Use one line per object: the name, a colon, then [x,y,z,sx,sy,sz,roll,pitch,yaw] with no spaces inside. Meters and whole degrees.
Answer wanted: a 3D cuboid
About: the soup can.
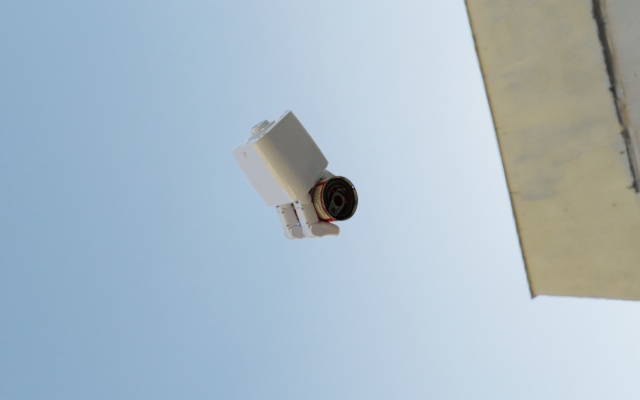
soup can: [0.000,0.003,0.745,0.068,0.068,0.102,0,-7,-37]
